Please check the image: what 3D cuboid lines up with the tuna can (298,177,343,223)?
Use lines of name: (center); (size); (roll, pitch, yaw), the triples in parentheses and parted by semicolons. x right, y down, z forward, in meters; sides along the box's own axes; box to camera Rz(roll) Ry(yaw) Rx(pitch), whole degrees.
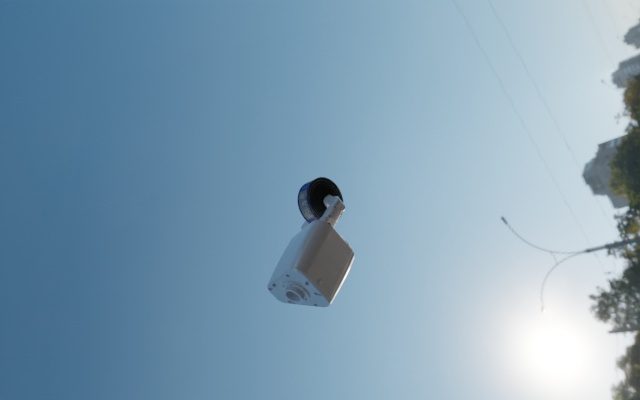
tuna can: (0.000, 0.003, 0.868); (0.086, 0.086, 0.034); (0, -14, -43)
